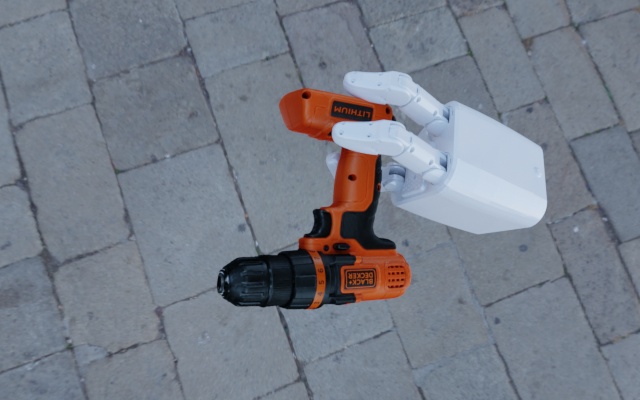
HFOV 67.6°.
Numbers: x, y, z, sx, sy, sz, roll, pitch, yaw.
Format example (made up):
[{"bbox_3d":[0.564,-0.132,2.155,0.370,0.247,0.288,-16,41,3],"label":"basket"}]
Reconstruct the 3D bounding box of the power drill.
[{"bbox_3d":[0.000,0.001,0.426,0.184,0.187,0.057,3,-3,-32],"label":"power drill"}]
